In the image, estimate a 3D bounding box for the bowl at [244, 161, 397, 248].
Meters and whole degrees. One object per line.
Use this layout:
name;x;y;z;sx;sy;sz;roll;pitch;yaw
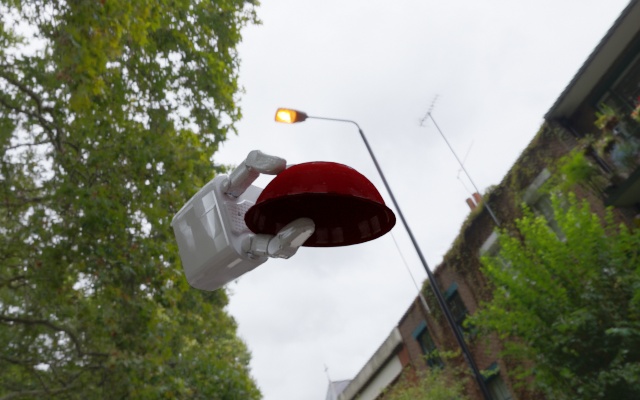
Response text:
bowl;0.001;0.001;0.519;0.162;0.055;0.162;1;-23;0
